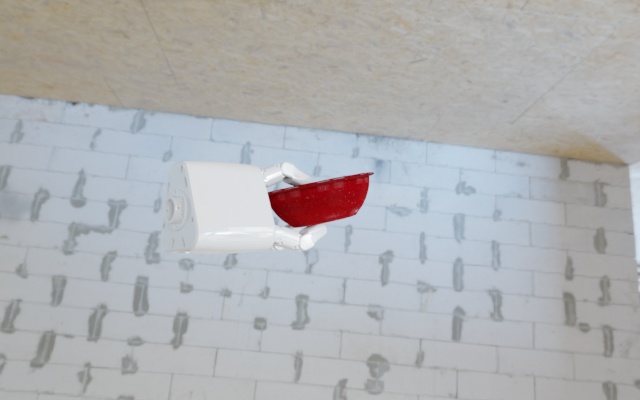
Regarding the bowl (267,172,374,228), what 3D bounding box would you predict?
[{"bbox_3d":[0.001,0.002,0.668,0.162,0.055,0.162,-12,1,0],"label":"bowl"}]
